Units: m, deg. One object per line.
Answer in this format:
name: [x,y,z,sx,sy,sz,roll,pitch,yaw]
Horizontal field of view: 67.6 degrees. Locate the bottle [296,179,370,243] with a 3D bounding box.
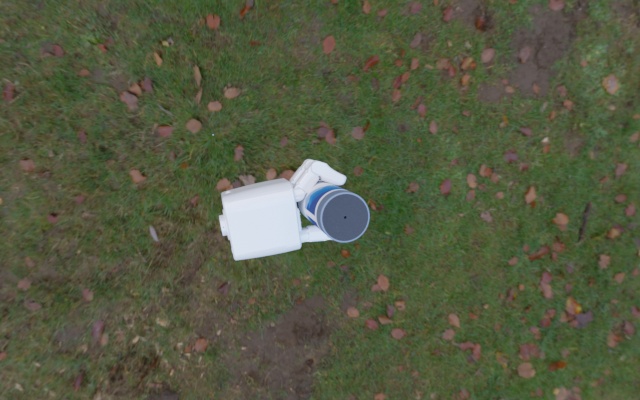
bottle: [0.000,0.003,0.756,0.069,0.069,0.295,0,8,-13]
